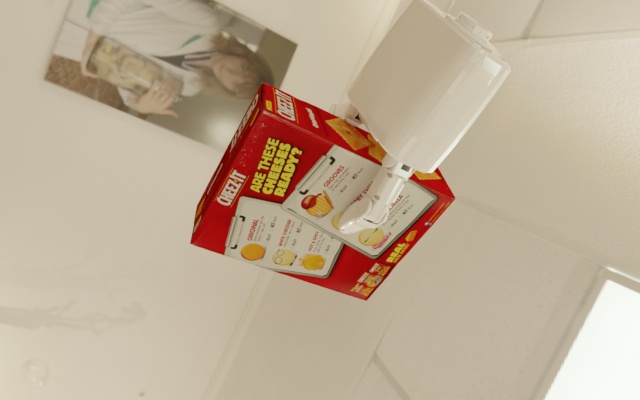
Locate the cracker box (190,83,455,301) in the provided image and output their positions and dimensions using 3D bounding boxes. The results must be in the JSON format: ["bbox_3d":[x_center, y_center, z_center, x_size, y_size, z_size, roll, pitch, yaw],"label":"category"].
[{"bbox_3d":[0.000,0.002,0.491,0.214,0.164,0.072,22,31,-22],"label":"cracker box"}]
